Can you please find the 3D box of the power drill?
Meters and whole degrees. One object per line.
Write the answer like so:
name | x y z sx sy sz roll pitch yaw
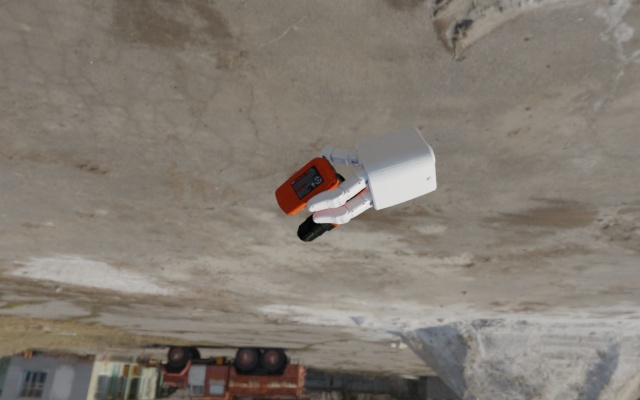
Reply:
power drill | 0.000 0.003 0.834 0.184 0.057 0.188 -40 -24 13
